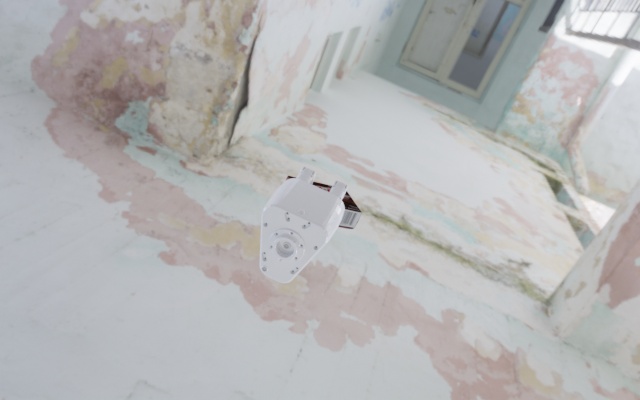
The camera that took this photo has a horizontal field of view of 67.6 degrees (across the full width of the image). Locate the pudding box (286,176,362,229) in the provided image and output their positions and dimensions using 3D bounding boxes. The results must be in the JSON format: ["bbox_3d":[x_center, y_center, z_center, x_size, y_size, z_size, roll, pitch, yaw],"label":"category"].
[{"bbox_3d":[0.000,0.003,0.785,0.113,0.039,0.090,14,23,-23],"label":"pudding box"}]
